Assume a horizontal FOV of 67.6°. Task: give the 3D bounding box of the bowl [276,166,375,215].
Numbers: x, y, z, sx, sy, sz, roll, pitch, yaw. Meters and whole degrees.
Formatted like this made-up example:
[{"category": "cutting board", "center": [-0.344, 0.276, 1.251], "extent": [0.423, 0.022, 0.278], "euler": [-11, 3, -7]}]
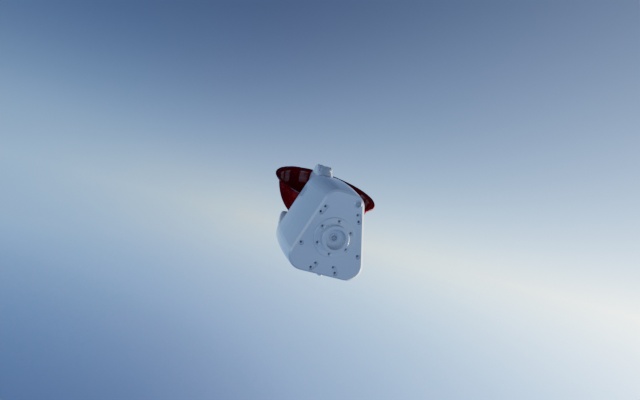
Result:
[{"category": "bowl", "center": [0.000, 0.002, 0.745], "extent": [0.162, 0.055, 0.162], "euler": [18, 18, -6]}]
